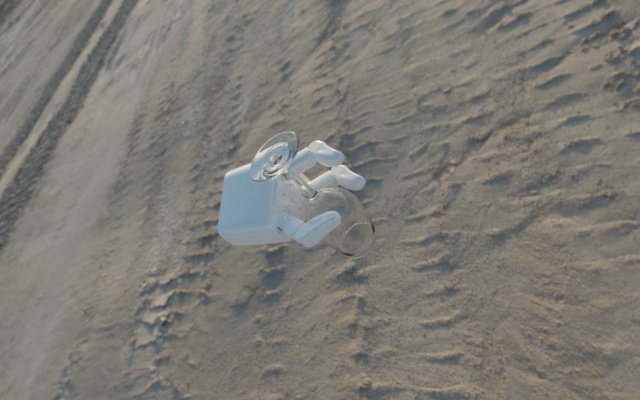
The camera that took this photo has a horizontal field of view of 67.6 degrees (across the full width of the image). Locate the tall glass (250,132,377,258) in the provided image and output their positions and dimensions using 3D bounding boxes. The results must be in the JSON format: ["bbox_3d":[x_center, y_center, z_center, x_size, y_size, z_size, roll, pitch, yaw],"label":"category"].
[{"bbox_3d":[0.000,0.002,0.626,0.079,0.079,0.201,0,-33,42],"label":"tall glass"}]
